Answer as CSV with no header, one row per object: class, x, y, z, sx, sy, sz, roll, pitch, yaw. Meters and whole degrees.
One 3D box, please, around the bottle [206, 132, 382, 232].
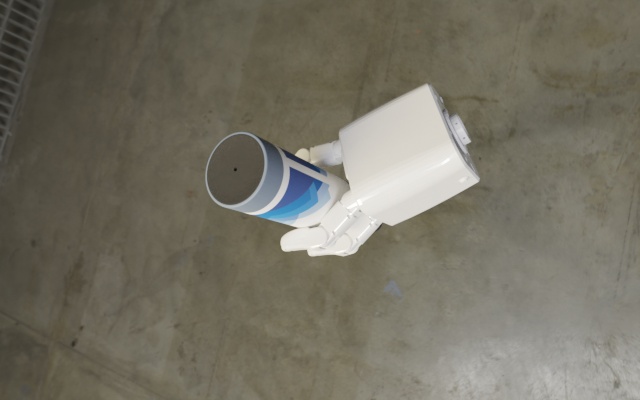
bottle,0.000,0.002,0.526,0.069,0.069,0.296,0,-11,30
